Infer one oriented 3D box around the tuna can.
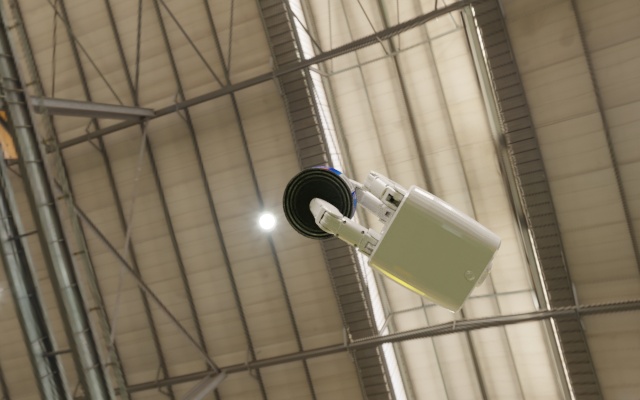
[{"bbox_3d":[0.000,0.002,0.574,0.086,0.086,0.033,0,9,14],"label":"tuna can"}]
